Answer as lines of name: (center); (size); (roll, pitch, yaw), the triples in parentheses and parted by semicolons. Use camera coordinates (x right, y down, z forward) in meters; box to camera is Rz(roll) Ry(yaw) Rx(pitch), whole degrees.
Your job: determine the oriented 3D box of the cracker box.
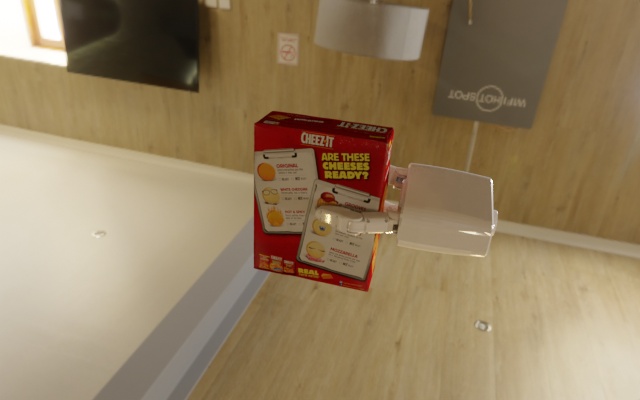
cracker box: (0.000, 0.002, 0.625); (0.164, 0.214, 0.072); (10, 28, 11)
